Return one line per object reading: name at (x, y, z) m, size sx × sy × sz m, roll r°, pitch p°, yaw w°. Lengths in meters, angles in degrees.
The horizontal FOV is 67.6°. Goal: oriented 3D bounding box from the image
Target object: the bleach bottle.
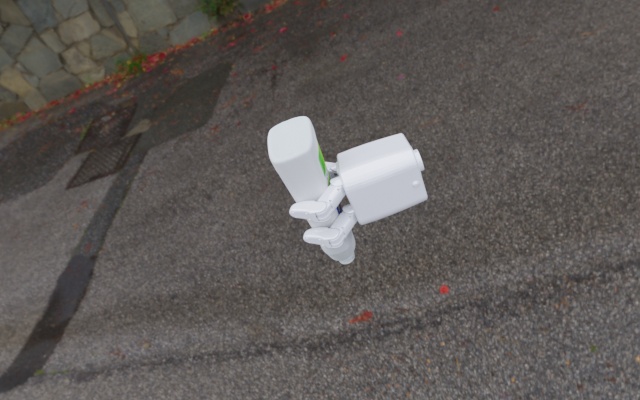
bleach bottle at (0.000, 0.002, 0.728) m, size 0.068 × 0.251 × 0.102 m, roll -19°, pitch 39°, yaw 8°
